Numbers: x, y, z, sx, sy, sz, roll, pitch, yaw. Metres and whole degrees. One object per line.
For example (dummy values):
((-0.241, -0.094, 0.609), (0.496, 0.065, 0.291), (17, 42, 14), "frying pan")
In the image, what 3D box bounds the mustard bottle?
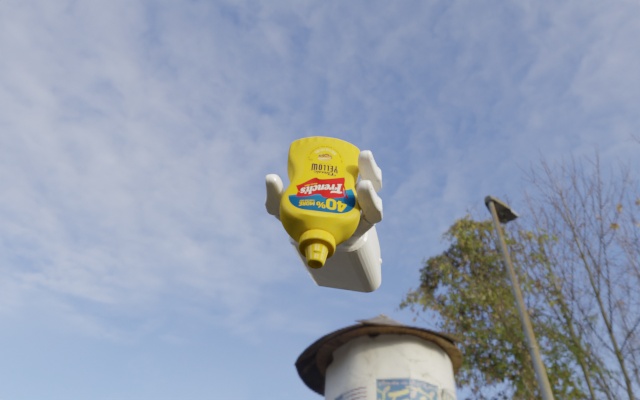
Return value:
((0.000, 0.001, 0.580), (0.096, 0.191, 0.058), (7, -45, -2), "mustard bottle")
